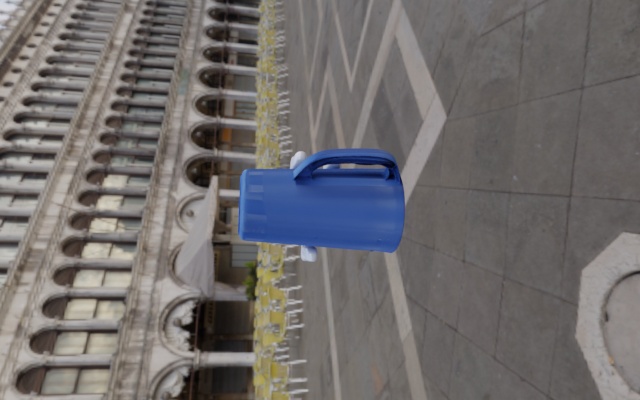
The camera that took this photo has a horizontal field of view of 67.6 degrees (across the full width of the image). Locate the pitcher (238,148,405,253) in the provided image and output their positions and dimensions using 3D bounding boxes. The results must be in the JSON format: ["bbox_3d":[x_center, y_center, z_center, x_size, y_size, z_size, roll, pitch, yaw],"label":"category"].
[{"bbox_3d":[0.000,0.002,0.725,0.243,0.149,0.145,2,-5,-9],"label":"pitcher"}]
